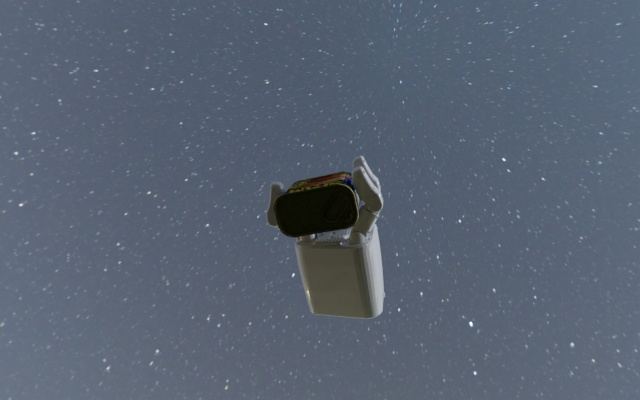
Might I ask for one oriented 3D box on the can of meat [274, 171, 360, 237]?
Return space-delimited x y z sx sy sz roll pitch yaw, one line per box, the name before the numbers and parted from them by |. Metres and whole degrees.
can of meat | 0.000 0.002 0.619 0.102 0.057 0.084 -11 14 12
